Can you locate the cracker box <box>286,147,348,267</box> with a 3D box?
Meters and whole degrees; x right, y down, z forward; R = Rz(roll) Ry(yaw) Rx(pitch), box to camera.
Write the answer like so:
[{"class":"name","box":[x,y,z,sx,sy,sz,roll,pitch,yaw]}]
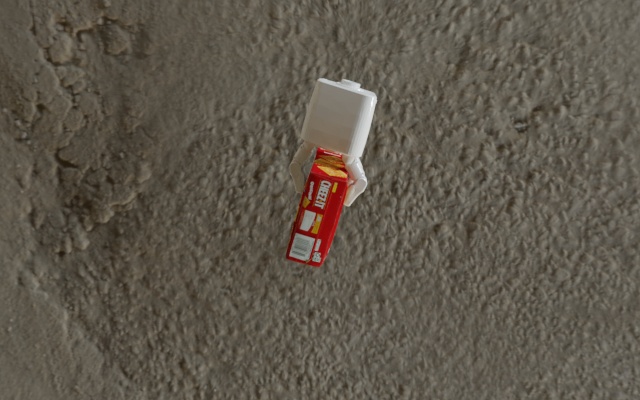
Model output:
[{"class":"cracker box","box":[0.000,0.003,0.884,0.072,0.164,0.213,16,18,-1]}]
